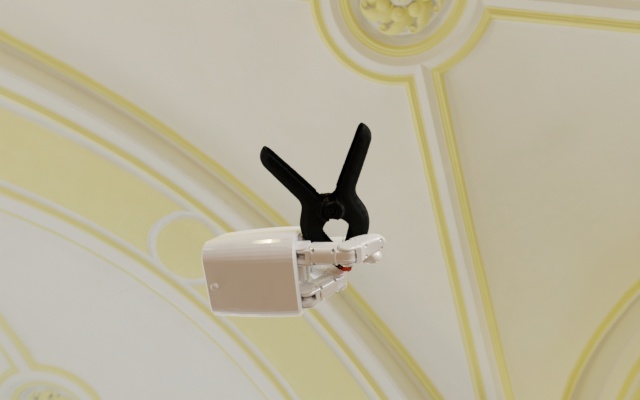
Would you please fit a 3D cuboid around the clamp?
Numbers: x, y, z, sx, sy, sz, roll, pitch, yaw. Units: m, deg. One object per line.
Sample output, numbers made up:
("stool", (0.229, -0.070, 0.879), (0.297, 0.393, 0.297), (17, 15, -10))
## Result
("clamp", (0.000, 0.002, 0.534), (0.120, 0.171, 0.039), (-3, 20, 6))
